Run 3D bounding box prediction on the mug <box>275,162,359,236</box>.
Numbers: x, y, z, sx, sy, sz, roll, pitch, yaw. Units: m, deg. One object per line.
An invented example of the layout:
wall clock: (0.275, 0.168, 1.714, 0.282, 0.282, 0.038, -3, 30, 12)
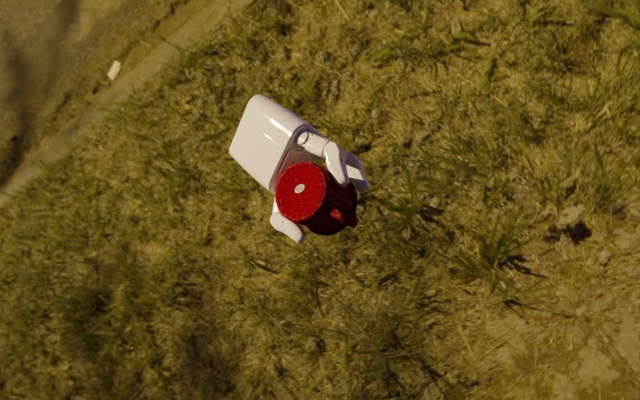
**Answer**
mug: (0.001, 0.003, 0.641, 0.117, 0.093, 0.081, 37, 7, 31)
